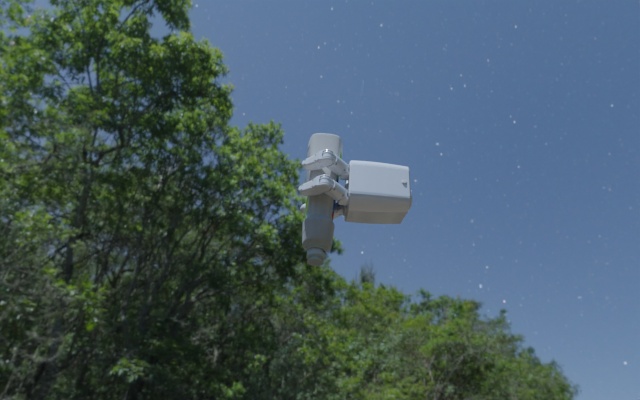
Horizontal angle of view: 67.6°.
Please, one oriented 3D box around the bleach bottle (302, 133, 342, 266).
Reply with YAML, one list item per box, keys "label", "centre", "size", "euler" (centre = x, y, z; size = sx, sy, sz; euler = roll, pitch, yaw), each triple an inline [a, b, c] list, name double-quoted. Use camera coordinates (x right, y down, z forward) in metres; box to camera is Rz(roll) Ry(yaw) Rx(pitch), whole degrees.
- label: "bleach bottle"
  centre: [0.000, 0.003, 0.853]
  size: [0.068, 0.250, 0.103]
  euler: [5, -34, 0]
